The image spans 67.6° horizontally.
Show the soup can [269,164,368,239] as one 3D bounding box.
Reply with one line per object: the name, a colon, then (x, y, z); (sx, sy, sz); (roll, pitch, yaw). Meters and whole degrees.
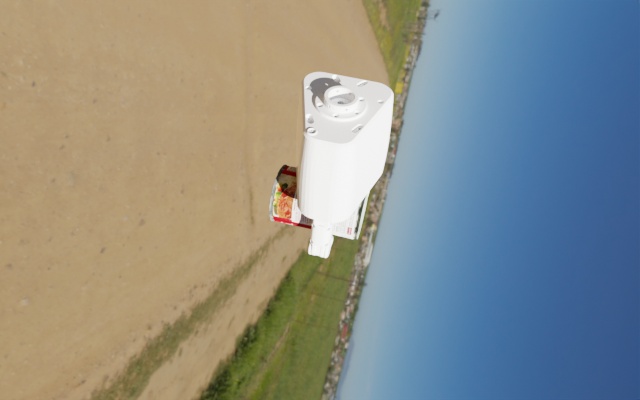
soup can: (0.000, 0.002, 0.551); (0.102, 0.068, 0.068); (13, 2, 8)
